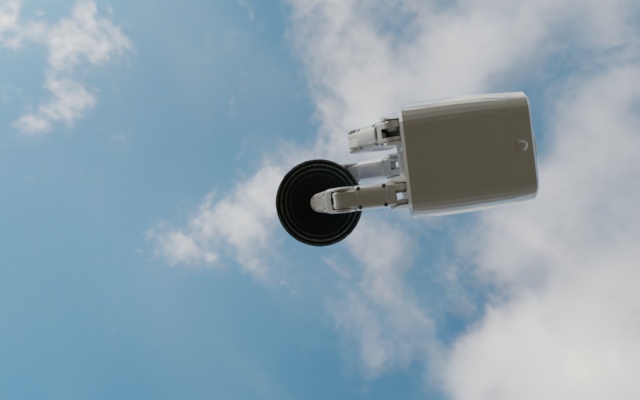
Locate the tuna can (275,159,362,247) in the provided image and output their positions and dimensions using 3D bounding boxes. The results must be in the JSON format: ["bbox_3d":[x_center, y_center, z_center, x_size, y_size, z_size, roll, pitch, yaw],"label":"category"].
[{"bbox_3d":[0.000,0.002,0.482,0.086,0.086,0.034,0,4,6],"label":"tuna can"}]
